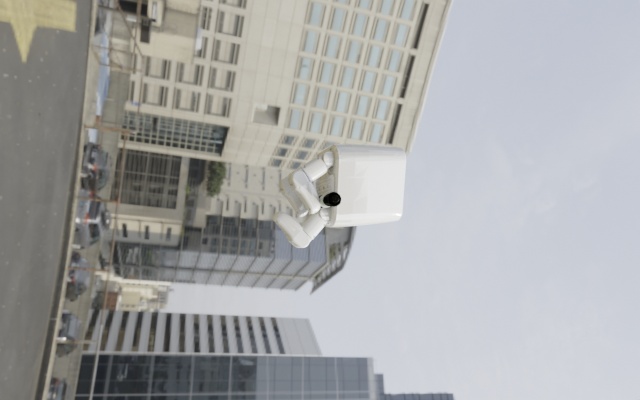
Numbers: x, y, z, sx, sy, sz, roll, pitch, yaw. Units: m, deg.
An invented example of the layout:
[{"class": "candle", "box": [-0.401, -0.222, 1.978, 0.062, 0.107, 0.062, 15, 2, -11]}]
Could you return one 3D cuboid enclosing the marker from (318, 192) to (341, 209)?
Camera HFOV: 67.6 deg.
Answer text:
[{"class": "marker", "box": [0.000, 0.002, 0.648, 0.020, 0.020, 0.121, 0, -4, -19]}]
